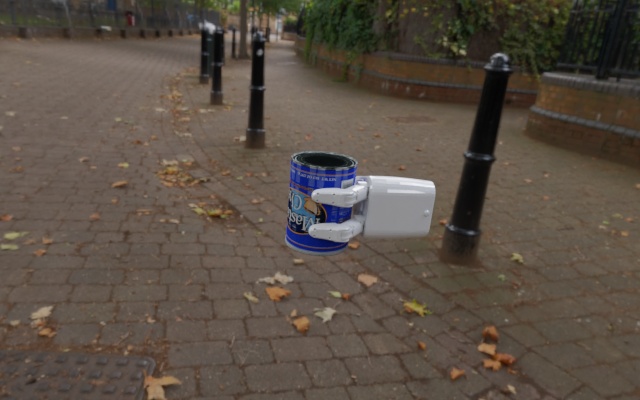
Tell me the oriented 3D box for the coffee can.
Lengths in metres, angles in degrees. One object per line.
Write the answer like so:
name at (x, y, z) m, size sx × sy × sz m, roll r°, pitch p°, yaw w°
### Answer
coffee can at (0.000, 0.003, 0.750) m, size 0.103 × 0.140 × 0.102 m, roll 5°, pitch 19°, yaw -2°
